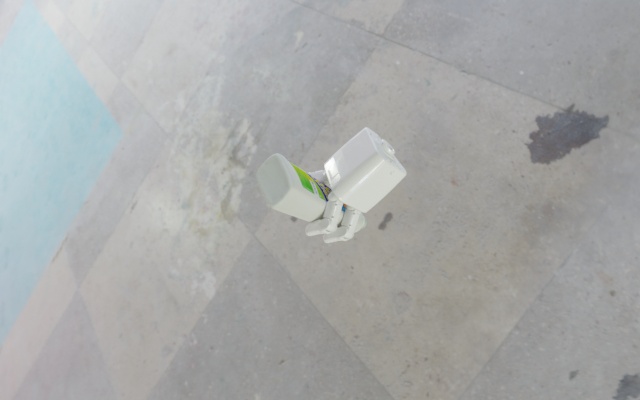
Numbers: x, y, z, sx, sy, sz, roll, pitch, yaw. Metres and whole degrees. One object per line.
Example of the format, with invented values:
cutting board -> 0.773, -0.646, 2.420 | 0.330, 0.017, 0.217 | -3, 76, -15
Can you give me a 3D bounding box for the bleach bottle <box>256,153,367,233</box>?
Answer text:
bleach bottle -> 0.000, 0.003, 0.885 | 0.068, 0.102, 0.251 | -44, -40, 19
